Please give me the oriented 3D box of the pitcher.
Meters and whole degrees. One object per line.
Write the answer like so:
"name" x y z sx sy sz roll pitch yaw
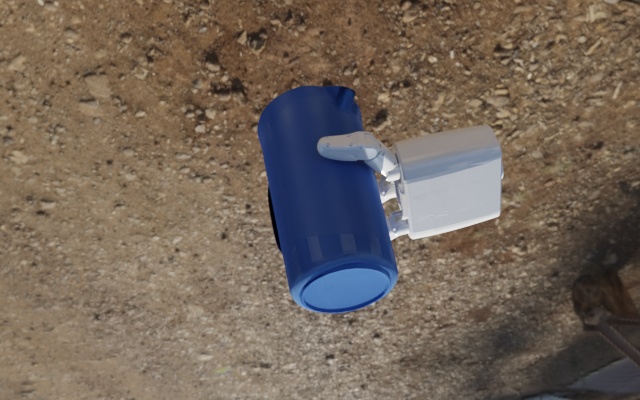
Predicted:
"pitcher" 0.000 0.002 0.541 0.145 0.242 0.149 -14 -38 3
